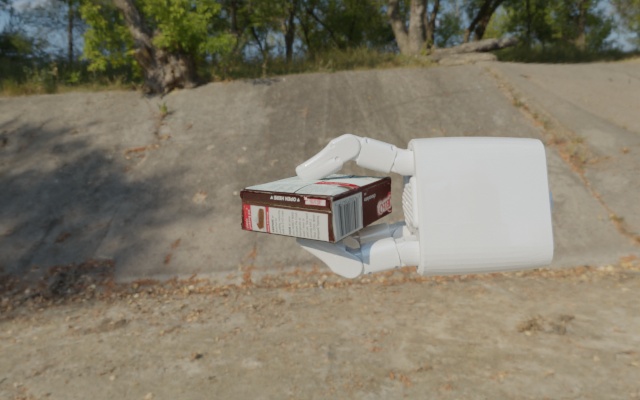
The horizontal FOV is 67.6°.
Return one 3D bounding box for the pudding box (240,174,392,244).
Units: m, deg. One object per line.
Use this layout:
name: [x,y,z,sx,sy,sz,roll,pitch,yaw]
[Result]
pudding box: [0.000,0.001,0.413,0.090,0.039,0.113,5,11,30]
